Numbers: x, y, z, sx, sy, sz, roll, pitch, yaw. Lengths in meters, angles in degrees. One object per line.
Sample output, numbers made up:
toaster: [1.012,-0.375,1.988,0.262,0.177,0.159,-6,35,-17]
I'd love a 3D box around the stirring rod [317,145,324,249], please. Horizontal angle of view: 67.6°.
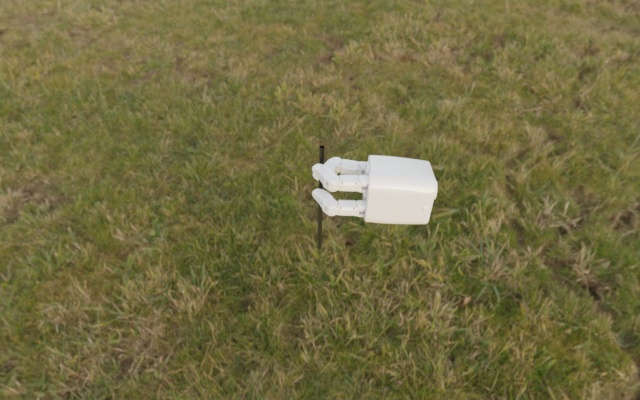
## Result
stirring rod: [0.000,0.003,0.846,0.011,0.240,0.011,1,43,-1]
